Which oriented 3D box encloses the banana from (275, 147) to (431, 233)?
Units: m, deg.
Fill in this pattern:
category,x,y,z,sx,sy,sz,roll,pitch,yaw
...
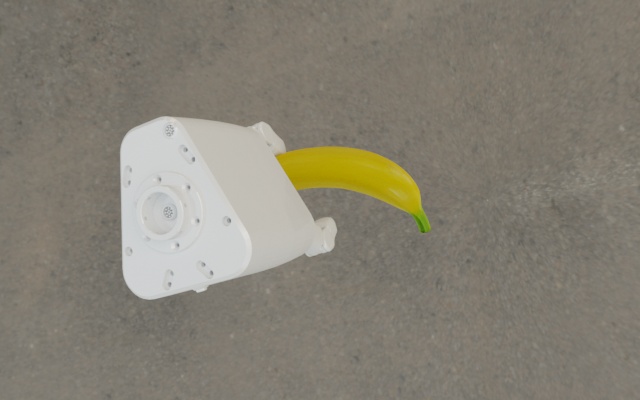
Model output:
category,x,y,z,sx,sy,sz,roll,pitch,yaw
banana,0.006,-0.016,0.443,0.198,0.069,0.037,9,8,16
